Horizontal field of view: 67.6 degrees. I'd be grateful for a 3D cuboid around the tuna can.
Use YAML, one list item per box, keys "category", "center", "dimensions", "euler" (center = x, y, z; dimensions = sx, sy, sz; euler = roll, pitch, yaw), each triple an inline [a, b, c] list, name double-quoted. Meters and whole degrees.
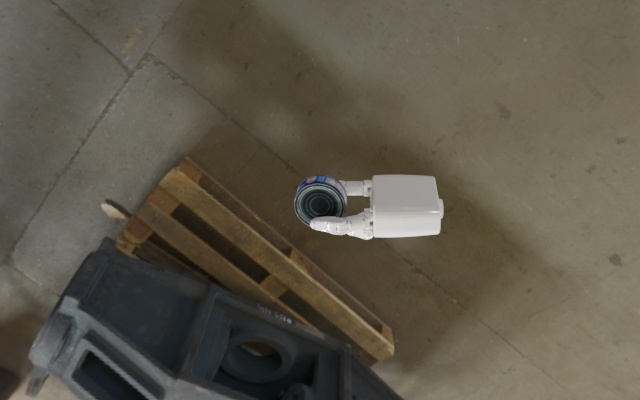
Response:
- category: "tuna can"
  center: [0.000, 0.003, 0.782]
  dimensions: [0.086, 0.086, 0.033]
  euler: [0, 27, 9]
